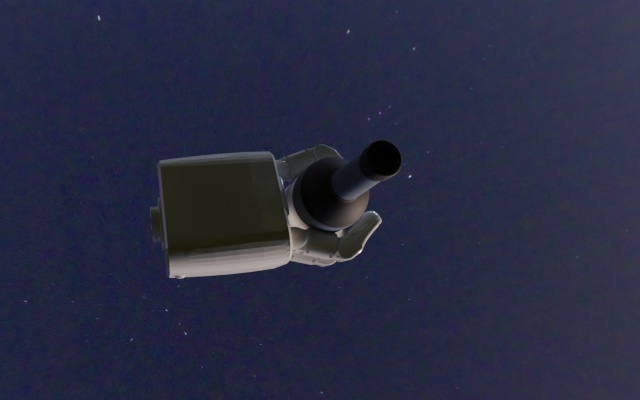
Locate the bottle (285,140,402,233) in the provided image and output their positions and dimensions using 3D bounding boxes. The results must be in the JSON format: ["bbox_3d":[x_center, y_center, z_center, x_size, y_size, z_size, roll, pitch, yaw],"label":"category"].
[{"bbox_3d":[0.000,0.002,0.468,0.069,0.069,0.296,0,-12,-18],"label":"bottle"}]
